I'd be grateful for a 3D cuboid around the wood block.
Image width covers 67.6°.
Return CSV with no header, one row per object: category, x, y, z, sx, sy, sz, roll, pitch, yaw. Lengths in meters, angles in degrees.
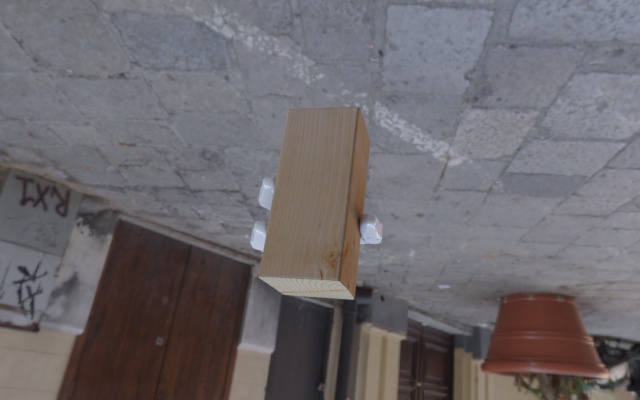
wood block,0.000,0.002,0.560,0.091,0.206,0.090,1,-23,16
